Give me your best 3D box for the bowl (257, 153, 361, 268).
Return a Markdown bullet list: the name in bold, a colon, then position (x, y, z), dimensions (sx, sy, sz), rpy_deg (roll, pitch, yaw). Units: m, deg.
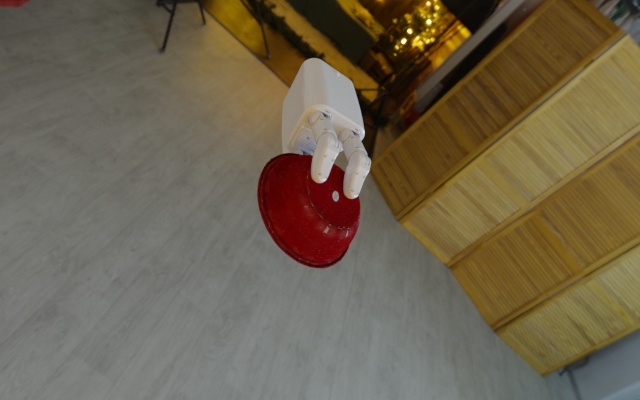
- **bowl**: position (0.001, 0.003, 0.610), dimensions (0.162, 0.162, 0.055), rpy_deg (0, -21, -45)
